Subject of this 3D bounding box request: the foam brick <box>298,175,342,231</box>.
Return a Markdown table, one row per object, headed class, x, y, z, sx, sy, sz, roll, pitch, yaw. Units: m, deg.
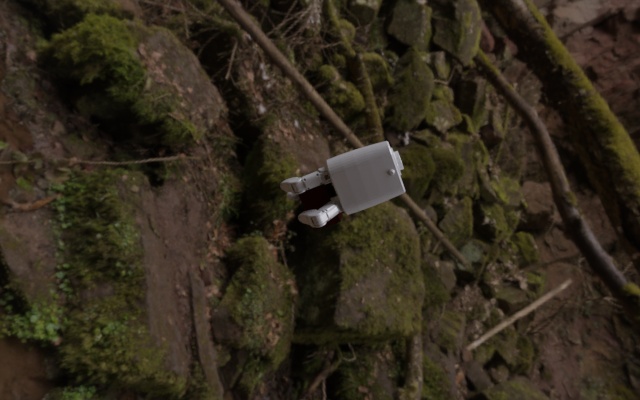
| class | x | y | z | sx | sy | sz | roll | pitch | yaw |
| --- | --- | --- | --- | --- | --- | --- | --- | --- | --- |
| foam brick | 0.000 | 0.003 | 0.824 | 0.051 | 0.078 | 0.053 | -19 | 19 | 12 |
